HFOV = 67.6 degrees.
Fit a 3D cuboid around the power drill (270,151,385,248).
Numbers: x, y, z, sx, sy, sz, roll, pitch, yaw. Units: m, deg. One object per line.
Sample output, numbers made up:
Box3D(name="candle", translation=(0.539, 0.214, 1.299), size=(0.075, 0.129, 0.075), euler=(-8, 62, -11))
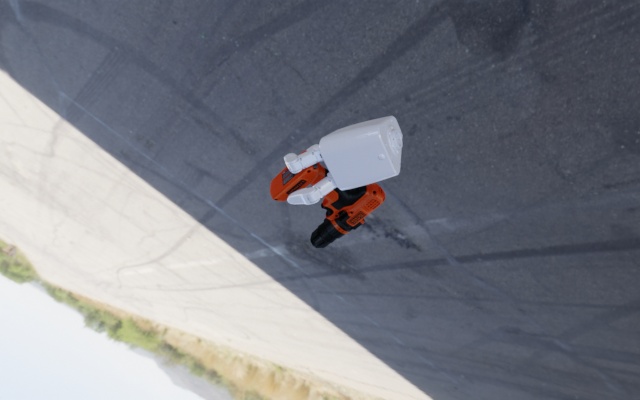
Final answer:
Box3D(name="power drill", translation=(0.000, 0.003, 0.888), size=(0.188, 0.057, 0.184), euler=(31, -61, -34))
